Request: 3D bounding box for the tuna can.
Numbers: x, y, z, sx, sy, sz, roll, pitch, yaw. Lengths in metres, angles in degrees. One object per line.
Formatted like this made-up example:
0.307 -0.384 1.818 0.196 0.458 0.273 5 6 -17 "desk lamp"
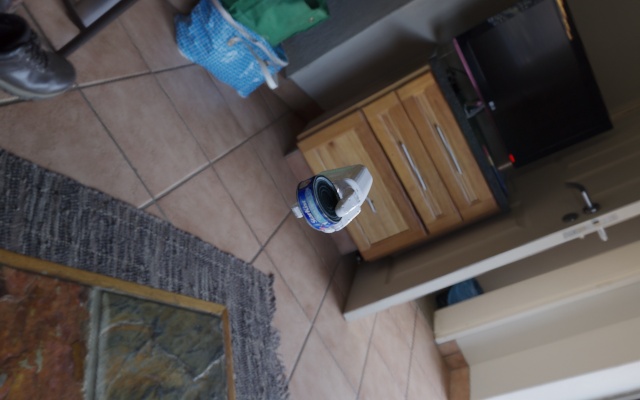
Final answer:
0.001 0.002 0.762 0.034 0.086 0.086 -24 -12 27 "tuna can"
